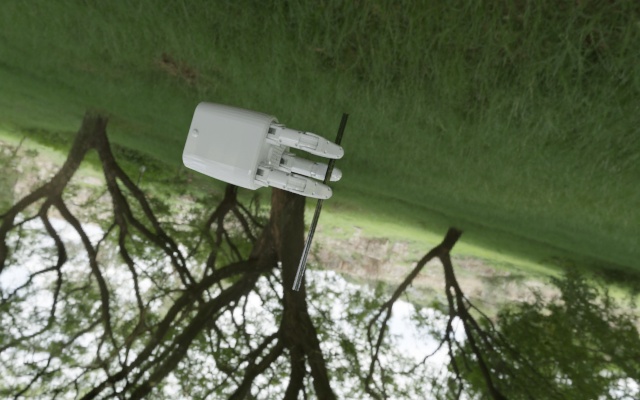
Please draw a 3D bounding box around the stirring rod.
[{"bbox_3d":[0.000,0.002,0.628,0.011,0.239,0.011,16,1,0],"label":"stirring rod"}]
